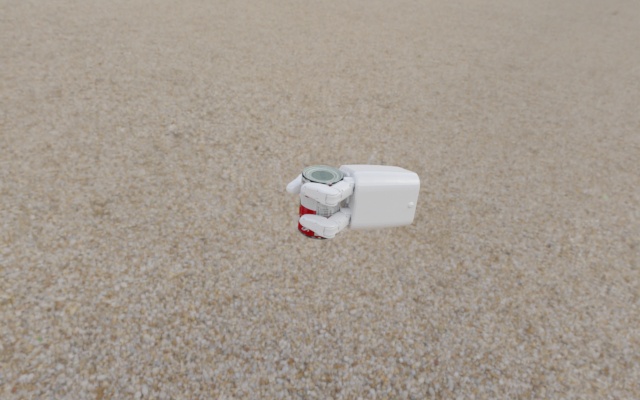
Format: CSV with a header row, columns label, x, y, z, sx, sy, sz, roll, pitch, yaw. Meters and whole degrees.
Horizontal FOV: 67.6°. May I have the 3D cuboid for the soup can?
label,x,y,z,sx,sy,sz,roll,pitch,yaw
soup can,0.000,0.002,0.766,0.068,0.102,0.068,4,28,-2
